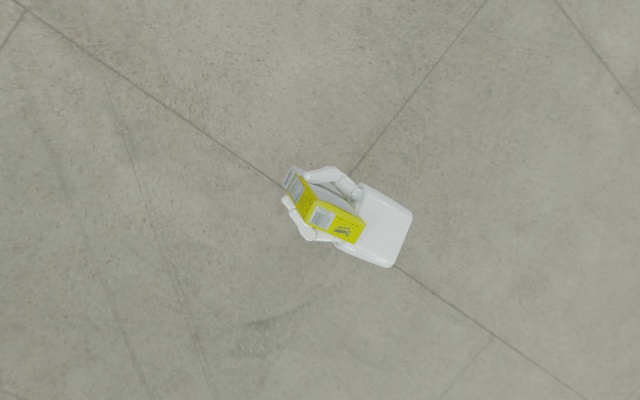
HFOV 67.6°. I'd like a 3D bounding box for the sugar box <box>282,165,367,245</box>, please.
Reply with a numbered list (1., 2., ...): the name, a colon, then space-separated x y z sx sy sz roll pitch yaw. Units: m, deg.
1. sugar box: 0.000 0.003 0.774 0.093 0.048 0.176 26 10 -23
